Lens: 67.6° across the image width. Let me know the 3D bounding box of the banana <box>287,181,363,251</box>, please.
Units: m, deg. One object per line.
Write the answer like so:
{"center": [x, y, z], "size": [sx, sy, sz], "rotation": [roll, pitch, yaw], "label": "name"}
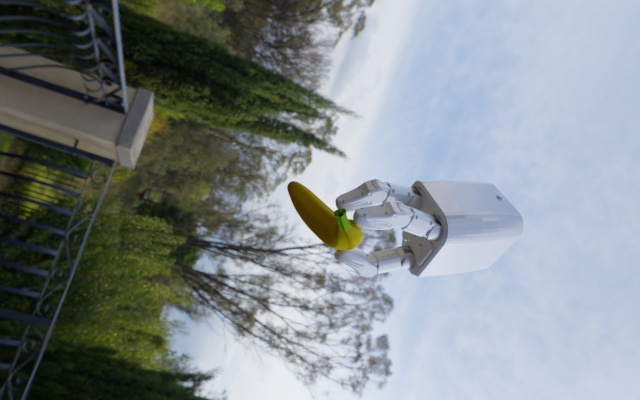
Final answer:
{"center": [0.007, 0.020, 0.572], "size": [0.037, 0.070, 0.197], "rotation": [-23, 17, -16], "label": "banana"}
